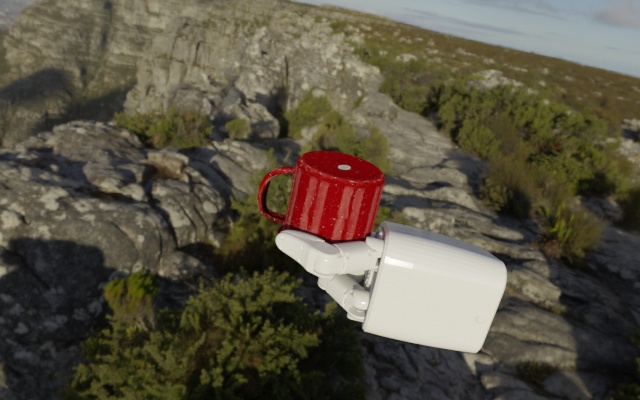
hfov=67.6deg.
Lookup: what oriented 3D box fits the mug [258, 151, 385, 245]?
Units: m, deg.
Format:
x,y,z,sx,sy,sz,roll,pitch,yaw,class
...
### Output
x,y,z,sx,sy,sz,roll,pitch,yaw,class
-0.001,0.001,0.443,0.117,0.081,0.093,13,22,2,mug
